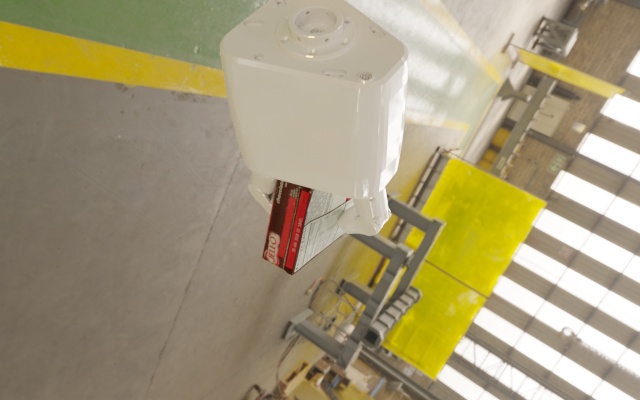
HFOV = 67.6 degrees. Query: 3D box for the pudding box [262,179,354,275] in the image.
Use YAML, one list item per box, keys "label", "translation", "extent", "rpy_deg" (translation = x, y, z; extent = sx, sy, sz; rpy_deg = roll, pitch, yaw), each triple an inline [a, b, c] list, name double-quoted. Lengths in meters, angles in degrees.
- label: "pudding box"
  translation: [0.000, 0.001, 0.425]
  extent: [0.039, 0.090, 0.113]
  rpy_deg: [30, 34, 23]
